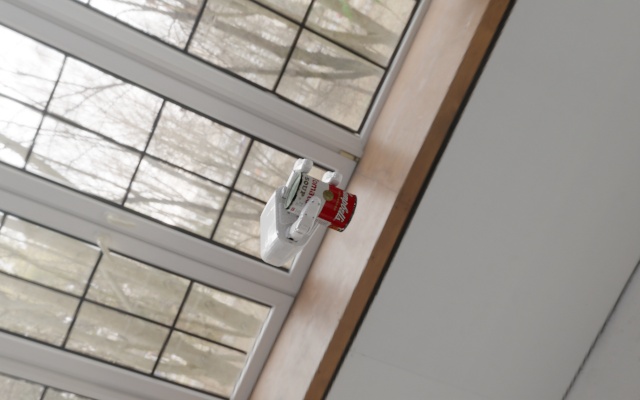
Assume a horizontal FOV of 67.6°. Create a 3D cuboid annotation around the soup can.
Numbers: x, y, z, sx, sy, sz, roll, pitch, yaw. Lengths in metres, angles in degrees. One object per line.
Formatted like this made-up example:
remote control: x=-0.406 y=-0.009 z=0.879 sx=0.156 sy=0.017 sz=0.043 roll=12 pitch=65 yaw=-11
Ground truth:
soup can: x=0.000 y=0.002 z=0.784 sx=0.102 sy=0.068 sz=0.068 roll=23 pitch=-6 yaw=-13
